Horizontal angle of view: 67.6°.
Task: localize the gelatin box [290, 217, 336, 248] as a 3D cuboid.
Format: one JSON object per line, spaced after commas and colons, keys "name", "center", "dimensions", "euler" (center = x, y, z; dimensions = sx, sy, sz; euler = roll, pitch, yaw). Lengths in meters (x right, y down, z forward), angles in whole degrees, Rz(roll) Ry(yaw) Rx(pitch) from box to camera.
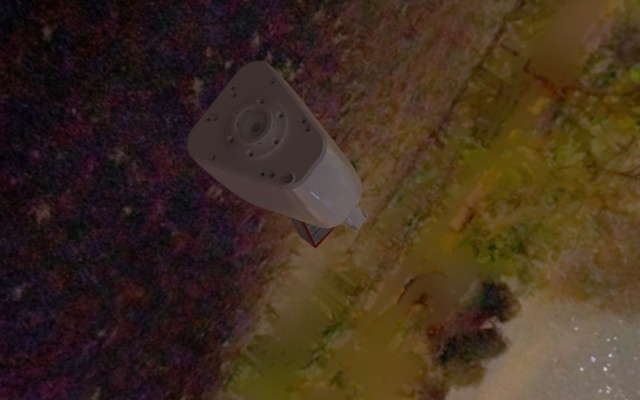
{"name": "gelatin box", "center": [0.000, 0.002, 0.522], "dimensions": [0.030, 0.073, 0.089], "euler": [35, -17, 28]}
